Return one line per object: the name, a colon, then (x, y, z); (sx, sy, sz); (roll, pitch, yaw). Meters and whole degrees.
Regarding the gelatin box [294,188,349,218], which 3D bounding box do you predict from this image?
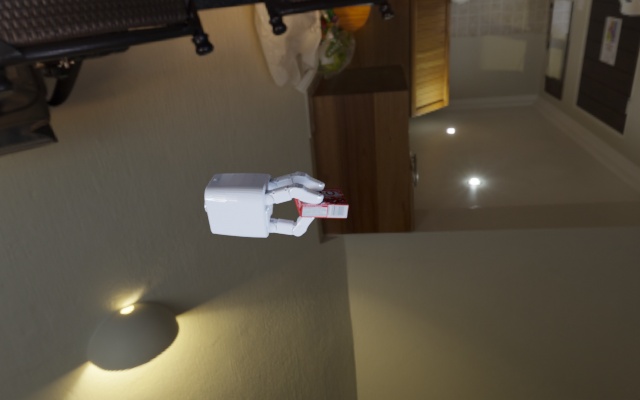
gelatin box: (0.000, 0.003, 0.879); (0.089, 0.030, 0.073); (2, 25, -12)
